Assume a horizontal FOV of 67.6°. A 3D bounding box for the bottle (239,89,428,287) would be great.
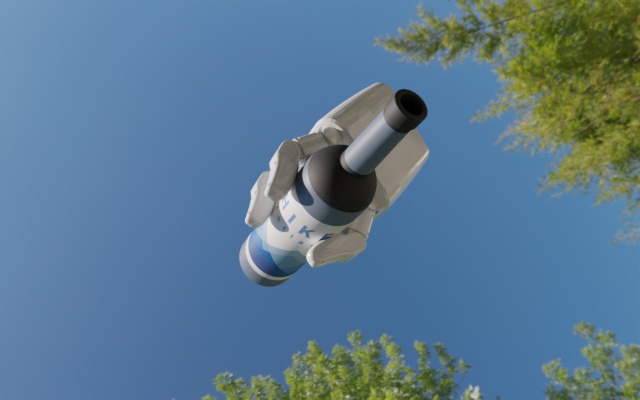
[{"bbox_3d":[0.000,0.002,0.443,0.069,0.069,0.296,0,-27,-29],"label":"bottle"}]
